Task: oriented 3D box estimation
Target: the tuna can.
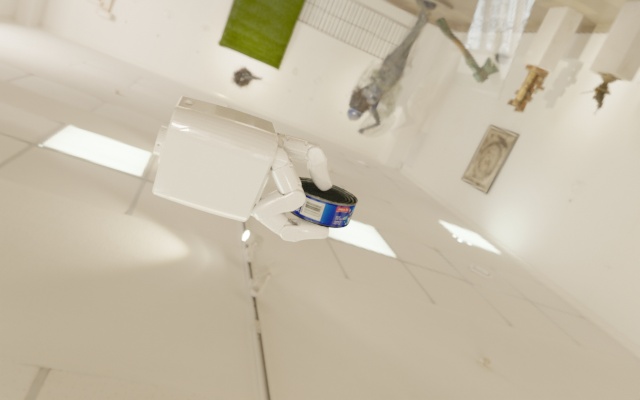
[{"bbox_3d":[0.000,0.002,0.585,0.086,0.034,0.086,17,15,-5],"label":"tuna can"}]
